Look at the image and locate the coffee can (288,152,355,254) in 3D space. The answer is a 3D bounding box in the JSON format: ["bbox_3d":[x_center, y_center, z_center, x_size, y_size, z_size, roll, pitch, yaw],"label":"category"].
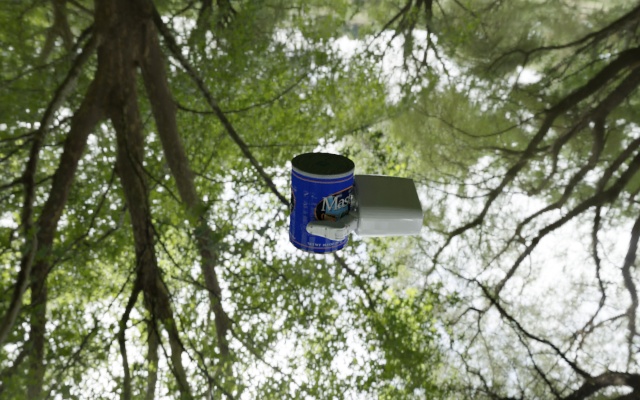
[{"bbox_3d":[0.000,0.002,0.788,0.103,0.140,0.102,3,25,-1],"label":"coffee can"}]
